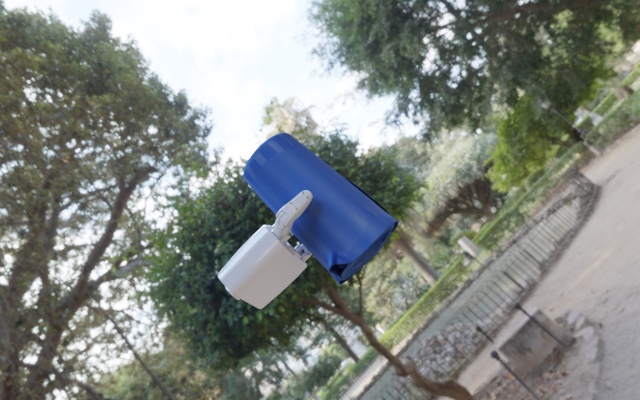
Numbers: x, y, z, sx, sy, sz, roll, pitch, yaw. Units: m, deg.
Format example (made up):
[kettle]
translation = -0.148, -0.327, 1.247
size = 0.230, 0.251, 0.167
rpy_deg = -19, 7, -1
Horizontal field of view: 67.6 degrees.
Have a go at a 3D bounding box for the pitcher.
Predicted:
[pitcher]
translation = 0.000, 0.003, 0.767
size = 0.243, 0.145, 0.149
rpy_deg = 44, -5, 14
